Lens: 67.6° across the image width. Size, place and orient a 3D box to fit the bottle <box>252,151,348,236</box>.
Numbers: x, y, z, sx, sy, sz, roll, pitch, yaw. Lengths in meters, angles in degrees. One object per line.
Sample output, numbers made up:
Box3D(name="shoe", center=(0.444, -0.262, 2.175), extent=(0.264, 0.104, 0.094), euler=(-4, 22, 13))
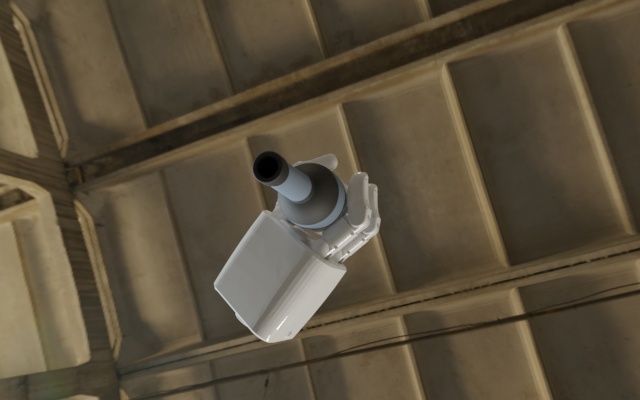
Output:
Box3D(name="bottle", center=(0.000, 0.002, 0.524), extent=(0.069, 0.069, 0.296), euler=(0, -11, 17))
